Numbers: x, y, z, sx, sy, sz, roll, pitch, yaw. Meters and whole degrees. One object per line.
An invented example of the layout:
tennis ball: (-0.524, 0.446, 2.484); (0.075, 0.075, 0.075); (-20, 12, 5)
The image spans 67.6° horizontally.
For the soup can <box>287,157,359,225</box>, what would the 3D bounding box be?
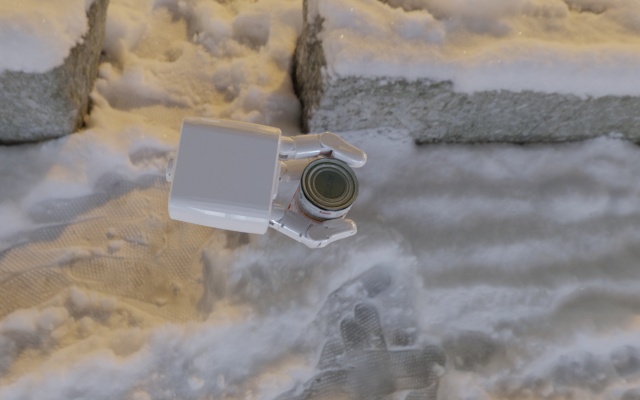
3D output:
soup can: (0.001, 0.002, 0.566); (0.068, 0.068, 0.102); (0, -25, -14)
